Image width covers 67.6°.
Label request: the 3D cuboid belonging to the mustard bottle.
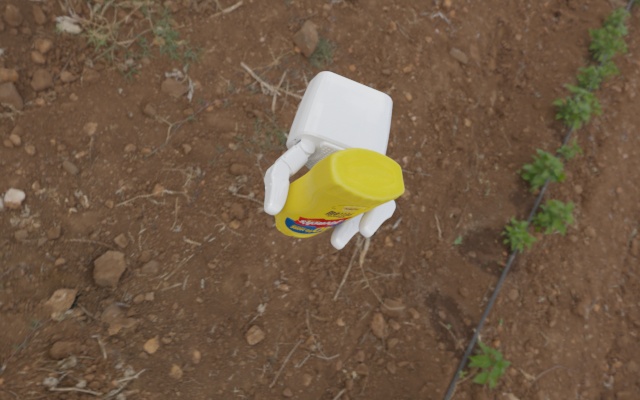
[{"bbox_3d":[0.000,0.002,0.554,0.096,0.058,0.192,4,-20,-34],"label":"mustard bottle"}]
